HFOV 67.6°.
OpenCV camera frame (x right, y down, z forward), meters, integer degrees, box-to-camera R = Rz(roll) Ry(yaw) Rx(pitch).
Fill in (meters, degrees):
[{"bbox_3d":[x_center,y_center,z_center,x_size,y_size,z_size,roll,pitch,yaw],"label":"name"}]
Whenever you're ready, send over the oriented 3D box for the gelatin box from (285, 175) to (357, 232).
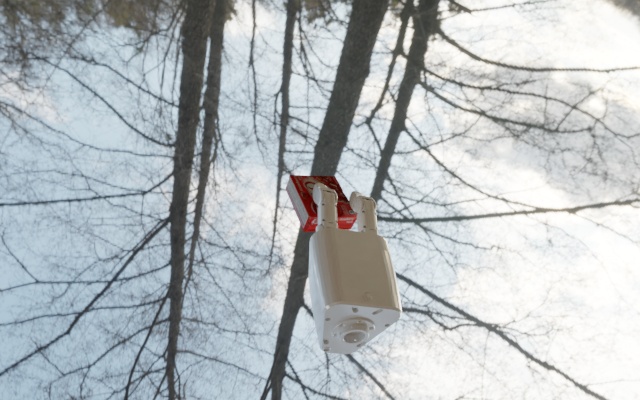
[{"bbox_3d":[0.000,0.002,0.660,0.073,0.030,0.089,0,42,-27],"label":"gelatin box"}]
